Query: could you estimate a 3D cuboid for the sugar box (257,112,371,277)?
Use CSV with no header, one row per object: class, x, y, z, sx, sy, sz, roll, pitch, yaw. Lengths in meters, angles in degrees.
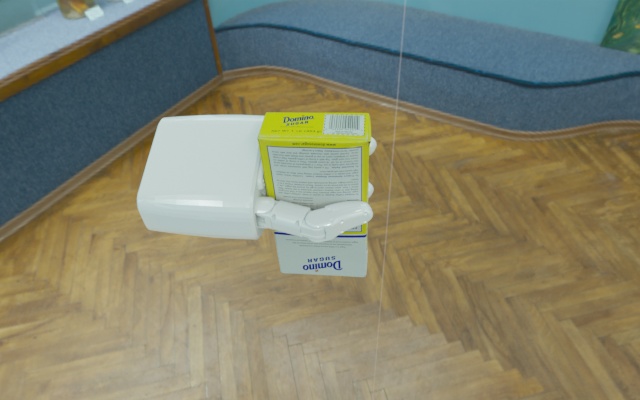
sugar box,0.000,0.001,0.454,0.093,0.048,0.176,2,-44,6
